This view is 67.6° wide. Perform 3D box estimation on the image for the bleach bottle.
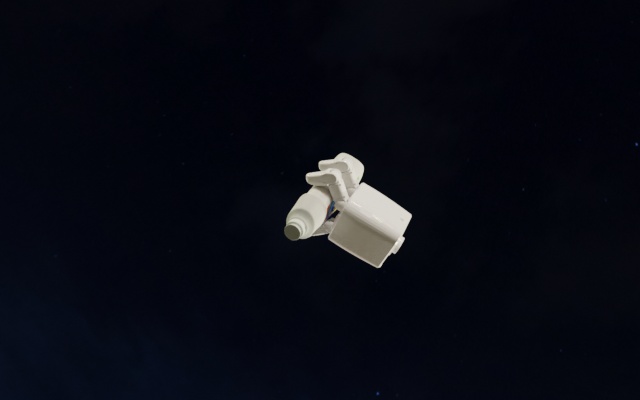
[{"bbox_3d":[0.000,0.003,0.853,0.068,0.103,0.250,33,34,6],"label":"bleach bottle"}]
